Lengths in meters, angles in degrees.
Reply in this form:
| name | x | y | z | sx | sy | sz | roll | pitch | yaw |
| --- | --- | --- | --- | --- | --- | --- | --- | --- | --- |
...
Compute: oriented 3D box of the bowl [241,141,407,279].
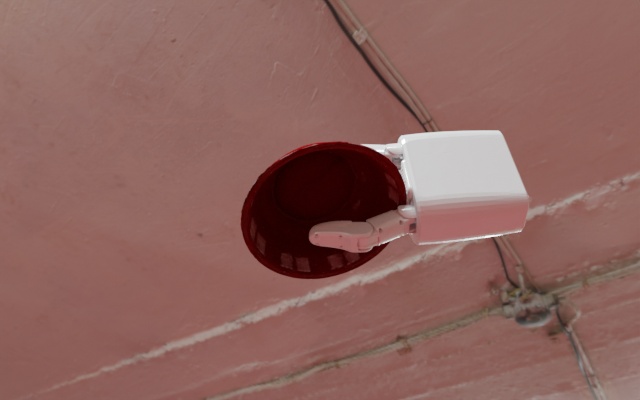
| name | x | y | z | sx | sy | sz | roll | pitch | yaw |
| --- | --- | --- | --- | --- | --- | --- | --- | --- | --- |
| bowl | -0.001 | 0.001 | 0.472 | 0.162 | 0.162 | 0.055 | 0 | 35 | -16 |
